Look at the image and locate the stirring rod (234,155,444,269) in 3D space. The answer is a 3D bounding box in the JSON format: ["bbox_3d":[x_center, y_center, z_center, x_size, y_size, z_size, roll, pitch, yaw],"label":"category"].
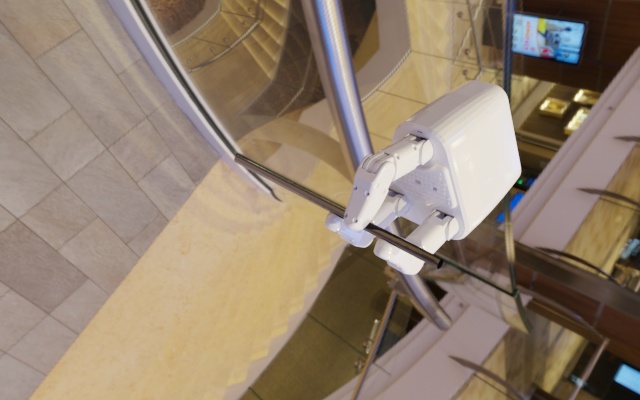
[{"bbox_3d":[0.000,0.001,0.410,0.239,0.011,0.011,27,17,38],"label":"stirring rod"}]
